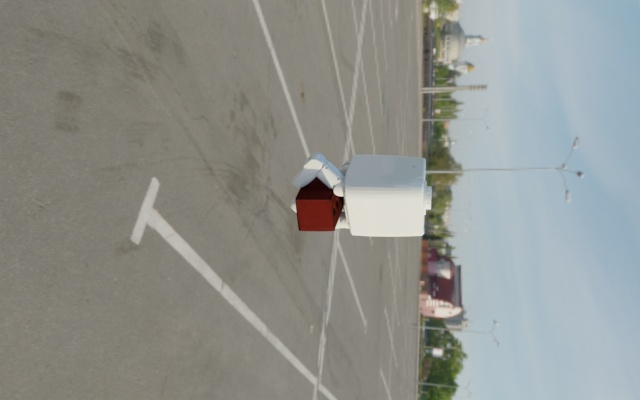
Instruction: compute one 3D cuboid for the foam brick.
[{"bbox_3d":[0.000,0.002,0.681,0.051,0.053,0.078,2,30,14],"label":"foam brick"}]
